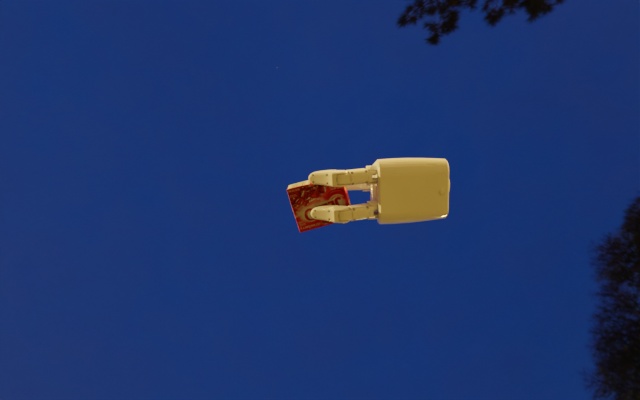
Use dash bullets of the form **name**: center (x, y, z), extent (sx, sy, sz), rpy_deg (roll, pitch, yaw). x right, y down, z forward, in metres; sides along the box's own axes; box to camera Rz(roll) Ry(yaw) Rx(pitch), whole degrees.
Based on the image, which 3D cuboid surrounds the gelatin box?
- **gelatin box**: center (0.000, 0.002, 0.744), extent (0.089, 0.073, 0.030), rpy_deg (-15, 15, 8)
